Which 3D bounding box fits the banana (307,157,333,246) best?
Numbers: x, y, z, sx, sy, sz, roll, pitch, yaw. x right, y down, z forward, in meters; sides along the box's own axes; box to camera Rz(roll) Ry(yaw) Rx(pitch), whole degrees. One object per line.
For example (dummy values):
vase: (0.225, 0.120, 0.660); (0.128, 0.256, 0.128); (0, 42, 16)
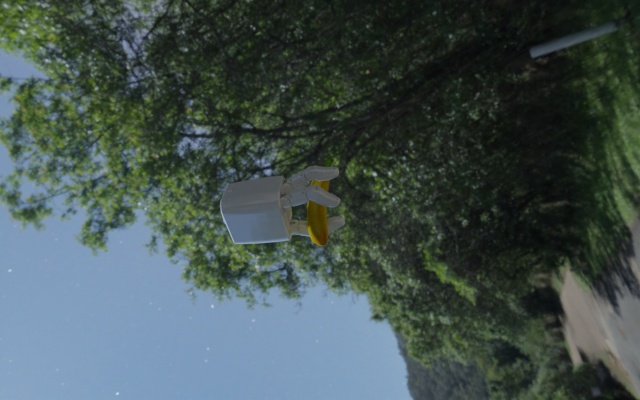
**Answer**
banana: (-0.003, 0.012, 0.862); (0.037, 0.197, 0.070); (9, -39, -7)
